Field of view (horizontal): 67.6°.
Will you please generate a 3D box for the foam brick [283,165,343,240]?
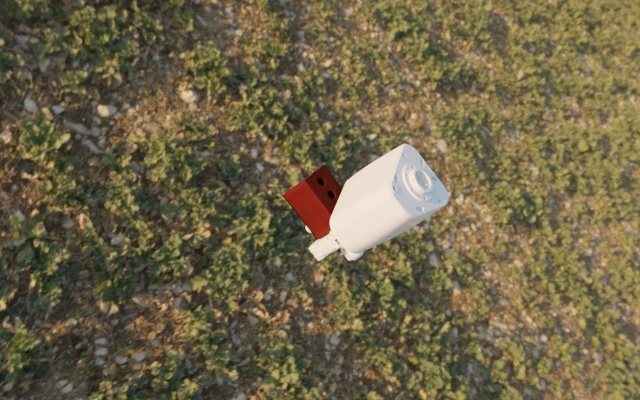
[{"bbox_3d":[0.000,0.002,0.643,0.051,0.078,0.053,-36,4,43],"label":"foam brick"}]
